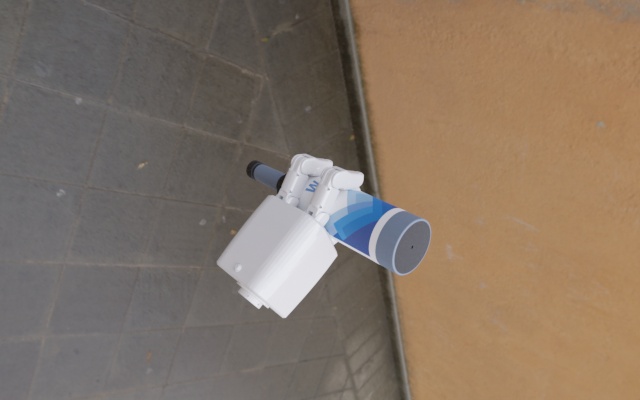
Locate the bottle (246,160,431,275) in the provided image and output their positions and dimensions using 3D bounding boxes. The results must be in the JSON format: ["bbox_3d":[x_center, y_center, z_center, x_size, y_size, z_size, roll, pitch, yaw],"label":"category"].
[{"bbox_3d":[0.000,0.002,0.610,0.069,0.069,0.295,0,19,-46],"label":"bottle"}]
